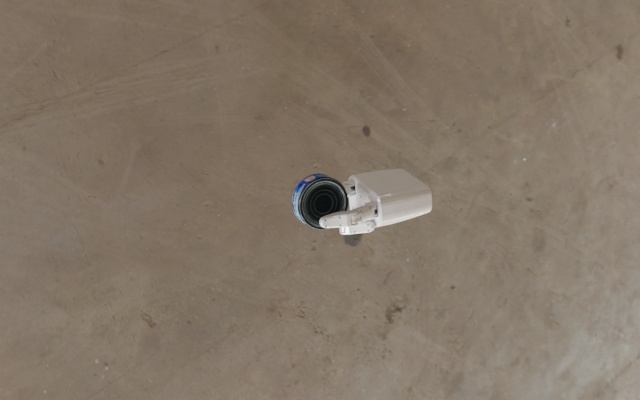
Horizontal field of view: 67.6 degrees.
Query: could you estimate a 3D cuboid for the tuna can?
[{"bbox_3d":[0.000,0.003,0.751,0.086,0.086,0.033,0,12,-22],"label":"tuna can"}]
